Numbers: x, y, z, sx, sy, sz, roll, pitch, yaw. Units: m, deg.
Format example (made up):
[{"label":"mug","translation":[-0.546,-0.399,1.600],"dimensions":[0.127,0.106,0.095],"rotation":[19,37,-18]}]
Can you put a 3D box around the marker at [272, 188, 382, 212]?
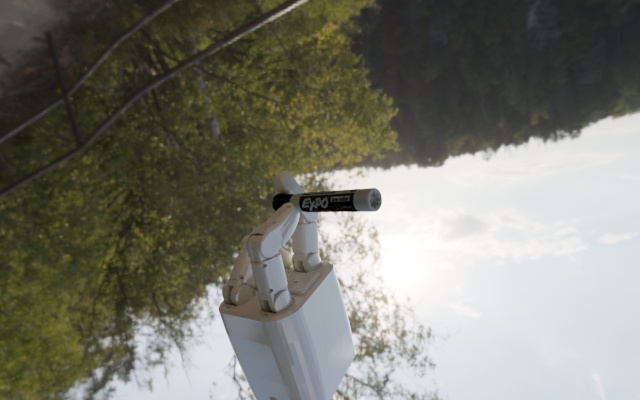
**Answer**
[{"label":"marker","translation":[0.000,0.001,0.415],"dimensions":[0.121,0.020,0.020],"rotation":[-2,-2,45]}]
